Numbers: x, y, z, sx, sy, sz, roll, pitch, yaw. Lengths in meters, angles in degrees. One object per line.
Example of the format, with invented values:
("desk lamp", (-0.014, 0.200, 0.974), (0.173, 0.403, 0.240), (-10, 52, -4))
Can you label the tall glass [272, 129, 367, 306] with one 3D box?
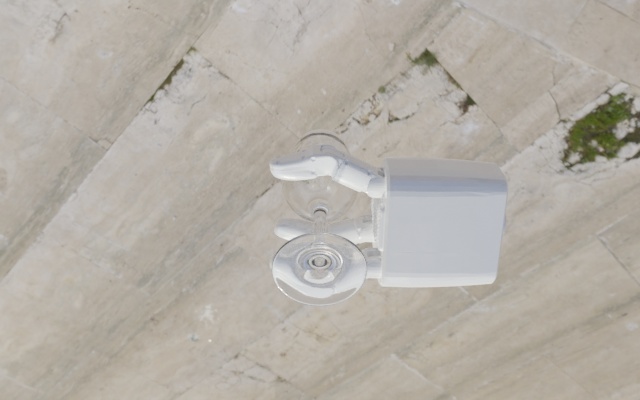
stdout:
("tall glass", (0.000, 0.002, 0.452), (0.079, 0.079, 0.201), (0, 33, 0))
